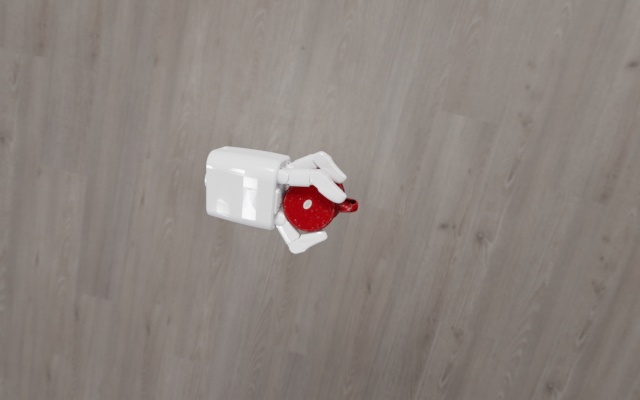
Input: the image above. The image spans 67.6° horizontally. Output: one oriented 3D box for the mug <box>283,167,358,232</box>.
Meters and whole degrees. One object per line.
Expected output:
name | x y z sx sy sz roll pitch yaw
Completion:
mug | 0.001 0.003 0.739 0.117 0.093 0.081 11 14 6
